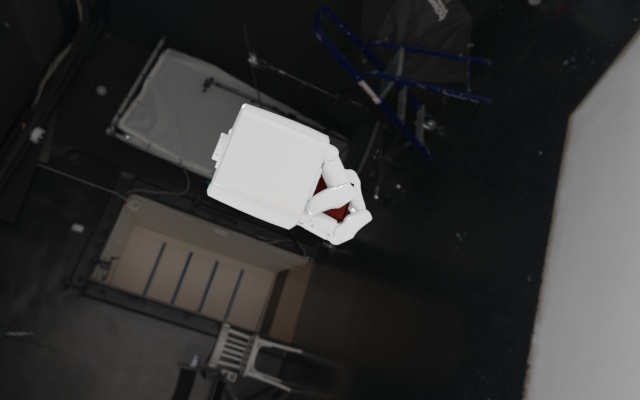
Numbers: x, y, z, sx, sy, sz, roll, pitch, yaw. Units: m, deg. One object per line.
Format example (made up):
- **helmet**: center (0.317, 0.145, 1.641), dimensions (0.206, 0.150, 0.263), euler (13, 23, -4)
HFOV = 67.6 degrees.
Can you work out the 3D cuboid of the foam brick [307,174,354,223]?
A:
- **foam brick**: center (0.000, 0.002, 0.604), dimensions (0.051, 0.053, 0.078), euler (22, -21, -14)
